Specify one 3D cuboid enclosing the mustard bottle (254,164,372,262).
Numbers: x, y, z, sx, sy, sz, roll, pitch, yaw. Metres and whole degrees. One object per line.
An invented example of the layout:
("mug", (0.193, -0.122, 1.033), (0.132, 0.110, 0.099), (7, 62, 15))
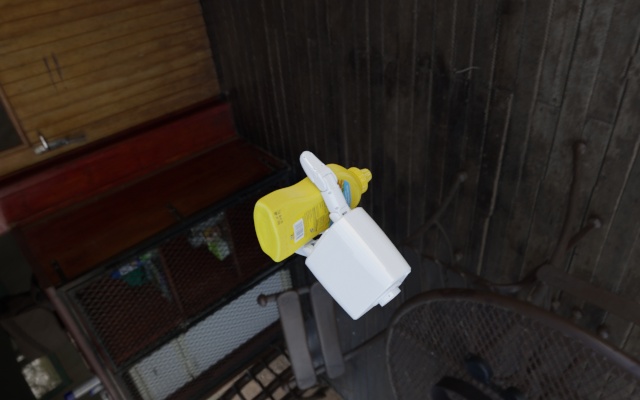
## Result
("mustard bottle", (0.000, 0.002, 0.668), (0.191, 0.096, 0.058), (-30, 45, -30))
